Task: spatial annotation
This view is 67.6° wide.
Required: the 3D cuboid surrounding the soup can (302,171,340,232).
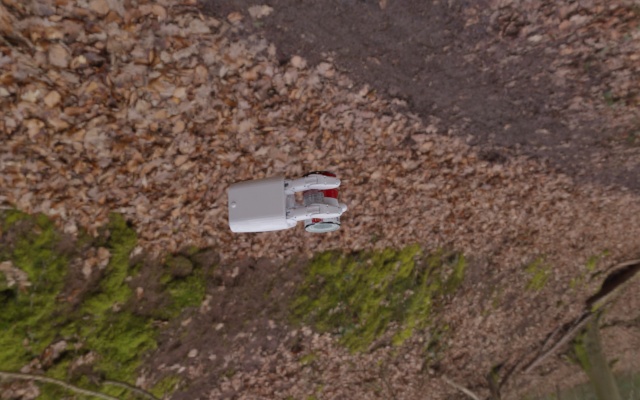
[{"bbox_3d":[0.001,0.003,0.897,0.068,0.102,0.068,-4,-17,-1],"label":"soup can"}]
